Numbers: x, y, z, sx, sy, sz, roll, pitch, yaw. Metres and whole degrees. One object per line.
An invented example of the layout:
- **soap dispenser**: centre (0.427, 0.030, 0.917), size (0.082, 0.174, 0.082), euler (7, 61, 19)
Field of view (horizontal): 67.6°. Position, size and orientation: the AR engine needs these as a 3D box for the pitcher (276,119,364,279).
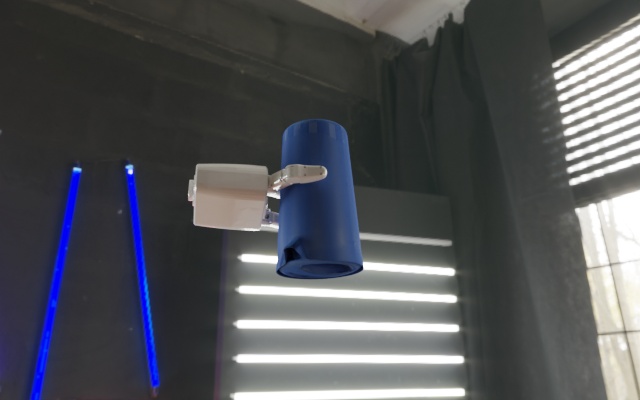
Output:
- **pitcher**: centre (0.000, 0.002, 0.766), size (0.145, 0.242, 0.149), euler (2, -21, -12)
